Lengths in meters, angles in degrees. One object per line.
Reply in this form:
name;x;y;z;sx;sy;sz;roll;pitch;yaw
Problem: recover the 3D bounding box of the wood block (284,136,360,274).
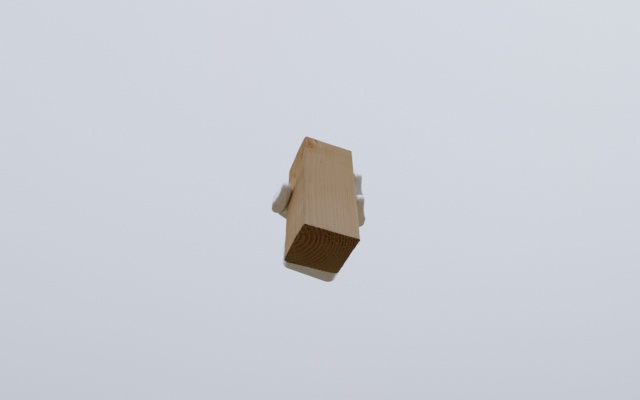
wood block;0.000;0.003;0.772;0.091;0.206;0.090;16;-49;-16
